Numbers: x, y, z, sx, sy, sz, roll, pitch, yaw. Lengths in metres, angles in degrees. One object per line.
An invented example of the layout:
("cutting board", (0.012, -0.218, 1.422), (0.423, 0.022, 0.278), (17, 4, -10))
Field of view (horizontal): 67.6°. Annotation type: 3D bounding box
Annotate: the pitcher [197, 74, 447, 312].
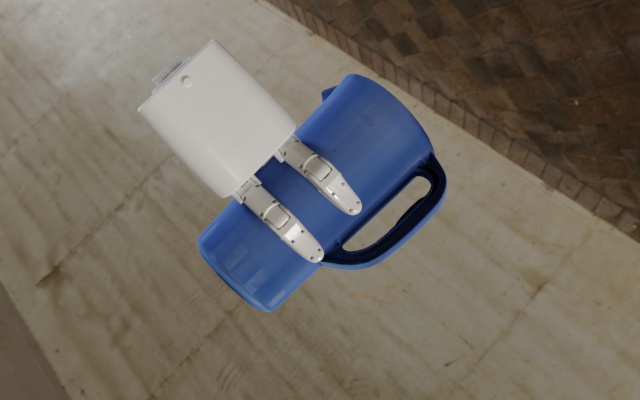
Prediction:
("pitcher", (0.000, 0.001, 0.496), (0.145, 0.243, 0.149), (47, -7, -21))
